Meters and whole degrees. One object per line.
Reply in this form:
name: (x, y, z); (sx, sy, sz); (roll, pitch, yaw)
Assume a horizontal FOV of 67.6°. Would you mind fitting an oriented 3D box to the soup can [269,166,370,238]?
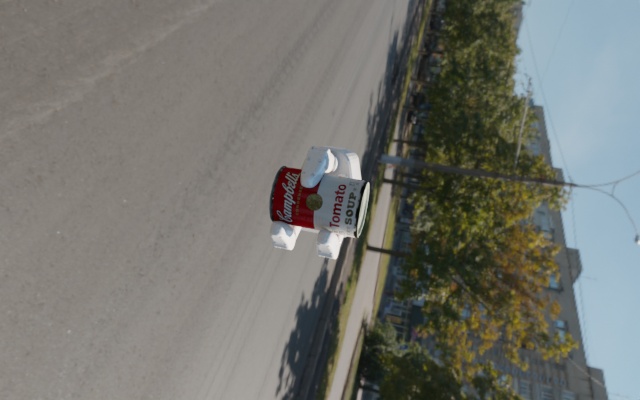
soup can: (0.000, 0.002, 0.551); (0.102, 0.068, 0.068); (11, 2, 11)
